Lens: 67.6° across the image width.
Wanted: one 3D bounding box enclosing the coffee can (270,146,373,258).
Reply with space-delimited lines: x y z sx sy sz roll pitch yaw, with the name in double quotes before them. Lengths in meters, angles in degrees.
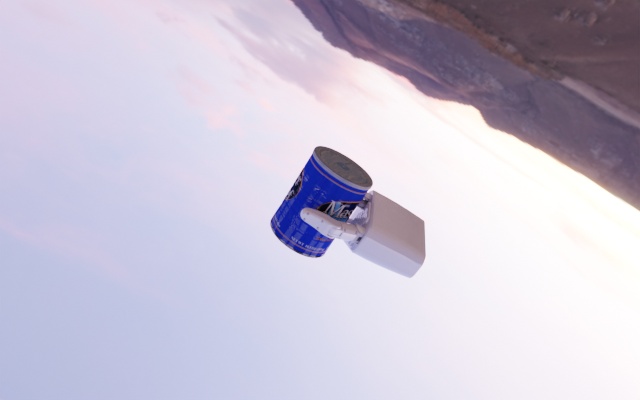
"coffee can" 0.000 0.002 0.733 0.103 0.140 0.102 28 23 -13
